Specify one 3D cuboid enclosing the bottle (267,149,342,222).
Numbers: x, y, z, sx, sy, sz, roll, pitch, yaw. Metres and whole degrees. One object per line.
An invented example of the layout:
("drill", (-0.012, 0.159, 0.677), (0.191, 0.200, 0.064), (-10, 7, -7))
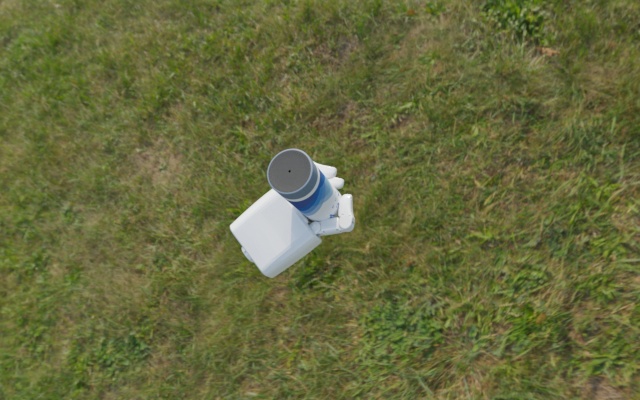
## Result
("bottle", (0.000, 0.002, 0.783), (0.069, 0.069, 0.296), (0, -17, 17))
